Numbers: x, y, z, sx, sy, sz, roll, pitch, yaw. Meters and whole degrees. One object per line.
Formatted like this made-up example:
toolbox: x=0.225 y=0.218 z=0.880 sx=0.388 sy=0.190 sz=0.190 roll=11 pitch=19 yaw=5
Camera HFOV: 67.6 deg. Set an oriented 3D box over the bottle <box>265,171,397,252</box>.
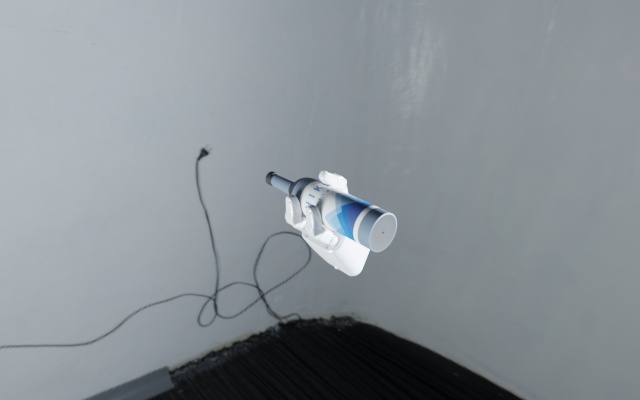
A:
bottle: x=0.000 y=0.003 z=0.844 sx=0.069 sy=0.069 sz=0.295 roll=0 pitch=19 yaw=-45
